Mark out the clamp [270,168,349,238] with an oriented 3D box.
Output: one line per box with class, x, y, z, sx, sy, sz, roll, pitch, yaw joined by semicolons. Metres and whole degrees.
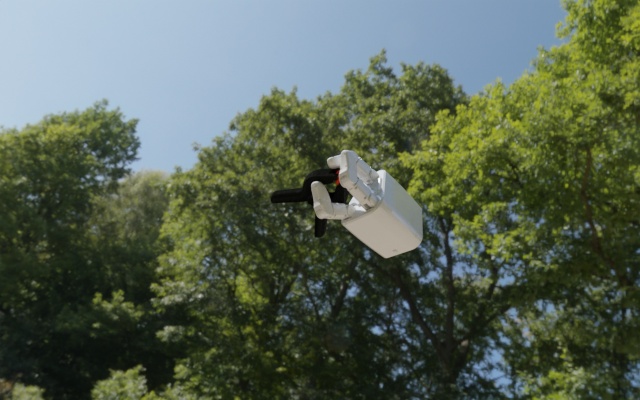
clamp;0.000;0.002;0.825;0.120;0.039;0.171;41;-40;-20
